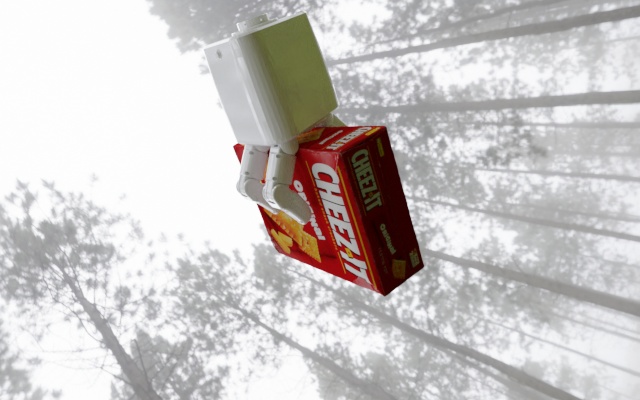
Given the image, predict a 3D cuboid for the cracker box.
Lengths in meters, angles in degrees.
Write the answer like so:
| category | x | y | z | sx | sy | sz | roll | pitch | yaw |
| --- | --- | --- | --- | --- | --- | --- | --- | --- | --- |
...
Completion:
| category | x | y | z | sx | sy | sz | roll | pitch | yaw |
| --- | --- | --- | --- | --- | --- | --- | --- | --- | --- |
| cracker box | 0.000 | 0.002 | 0.547 | 0.072 | 0.164 | 0.213 | -32 | 25 | -28 |
